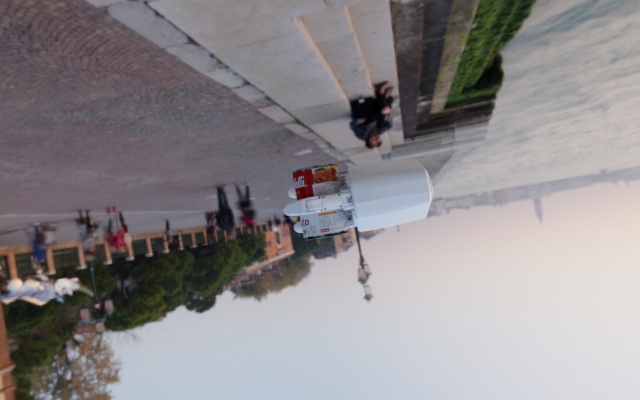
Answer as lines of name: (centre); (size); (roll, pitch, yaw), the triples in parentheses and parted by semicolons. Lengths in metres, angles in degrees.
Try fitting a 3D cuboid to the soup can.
soup can: (0.000, 0.003, 0.699); (0.068, 0.102, 0.068); (-10, -2, 0)
